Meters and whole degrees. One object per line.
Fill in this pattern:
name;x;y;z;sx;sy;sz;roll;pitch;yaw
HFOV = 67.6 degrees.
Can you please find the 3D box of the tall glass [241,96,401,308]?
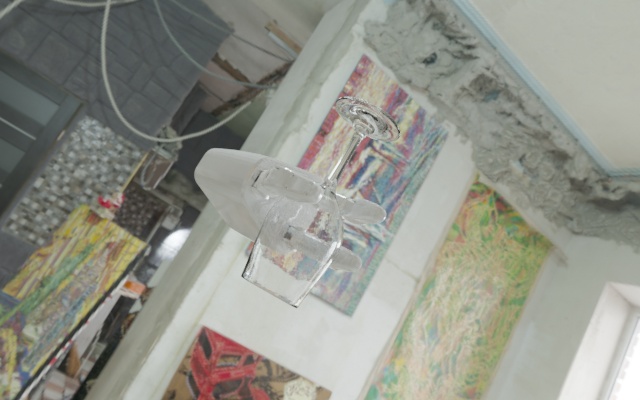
tall glass;0.000;0.001;0.467;0.079;0.201;0.079;28;-12;7
